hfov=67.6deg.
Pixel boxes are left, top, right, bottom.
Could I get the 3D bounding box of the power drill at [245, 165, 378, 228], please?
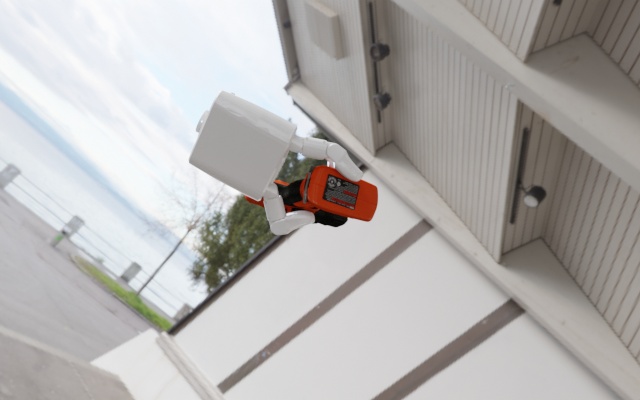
[{"bbox_3d":[0.000,0.002,0.704,0.184,0.057,0.187,17,-13,-29],"label":"power drill"}]
